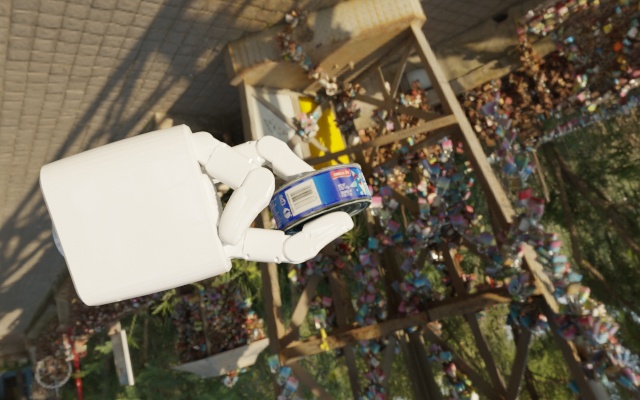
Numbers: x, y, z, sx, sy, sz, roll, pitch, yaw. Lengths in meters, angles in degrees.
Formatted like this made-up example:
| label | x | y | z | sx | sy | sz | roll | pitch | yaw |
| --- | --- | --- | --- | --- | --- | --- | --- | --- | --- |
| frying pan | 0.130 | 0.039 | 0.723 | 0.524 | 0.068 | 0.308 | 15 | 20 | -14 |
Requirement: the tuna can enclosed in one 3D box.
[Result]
| label | x | y | z | sx | sy | sz | roll | pitch | yaw |
| --- | --- | --- | --- | --- | --- | --- | --- | --- | --- |
| tuna can | 0.000 | 0.002 | 0.409 | 0.086 | 0.033 | 0.086 | -20 | -12 | -4 |
